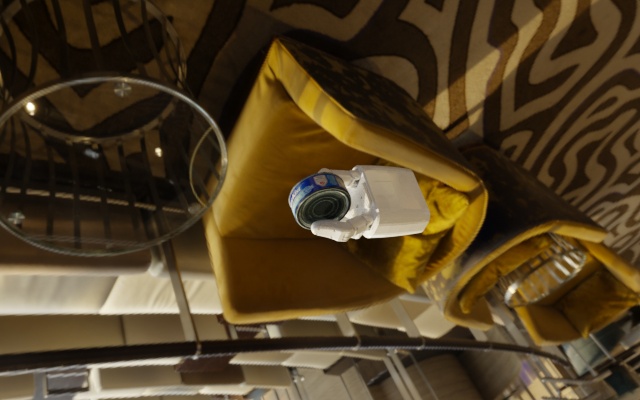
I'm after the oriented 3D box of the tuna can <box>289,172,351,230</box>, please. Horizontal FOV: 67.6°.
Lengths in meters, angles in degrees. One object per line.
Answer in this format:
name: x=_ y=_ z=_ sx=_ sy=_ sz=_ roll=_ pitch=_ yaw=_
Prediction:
tuna can: x=0.000 y=0.003 z=0.682 sx=0.086 sy=0.086 sz=0.033 roll=0 pitch=44 yaw=-25
